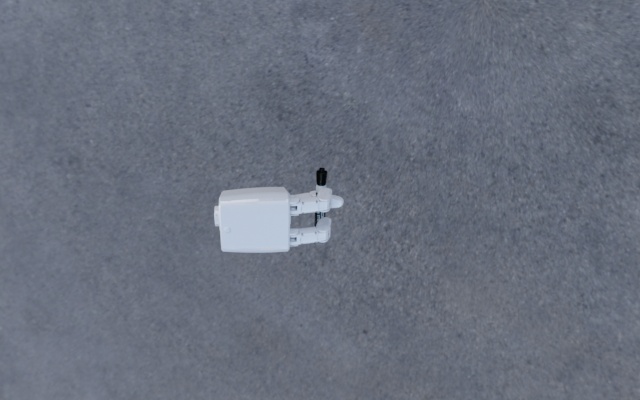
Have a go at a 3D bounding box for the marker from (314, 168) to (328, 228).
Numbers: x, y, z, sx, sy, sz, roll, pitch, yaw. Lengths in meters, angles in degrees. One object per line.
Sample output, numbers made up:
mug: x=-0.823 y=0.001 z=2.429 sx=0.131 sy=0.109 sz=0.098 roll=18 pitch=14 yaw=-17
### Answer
marker: x=0.000 y=0.003 z=0.804 sx=0.020 sy=0.121 sz=0.020 roll=2 pitch=24 yaw=-1
